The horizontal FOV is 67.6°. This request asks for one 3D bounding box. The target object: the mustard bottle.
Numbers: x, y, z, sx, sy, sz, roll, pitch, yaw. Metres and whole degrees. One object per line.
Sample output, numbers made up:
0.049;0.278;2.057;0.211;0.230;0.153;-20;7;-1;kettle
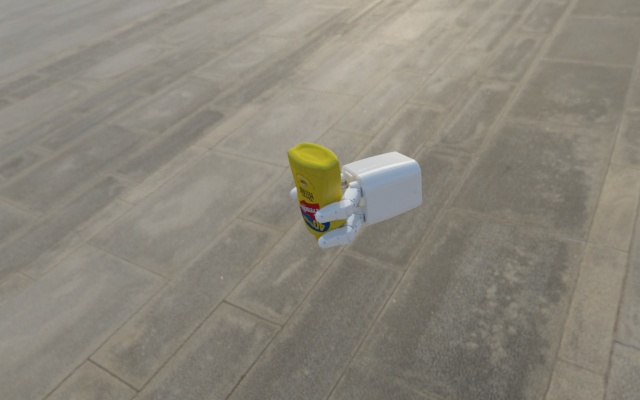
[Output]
0.000;0.003;0.797;0.058;0.192;0.096;-35;43;-29;mustard bottle
